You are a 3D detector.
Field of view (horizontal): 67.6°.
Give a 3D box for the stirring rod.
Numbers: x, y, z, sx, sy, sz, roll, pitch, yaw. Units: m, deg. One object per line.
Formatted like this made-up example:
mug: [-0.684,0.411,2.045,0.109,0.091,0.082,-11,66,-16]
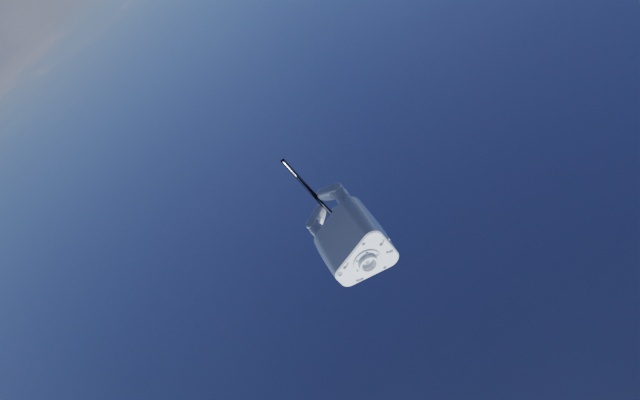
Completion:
stirring rod: [0.000,0.003,0.896,0.011,0.011,0.240,0,-37,43]
